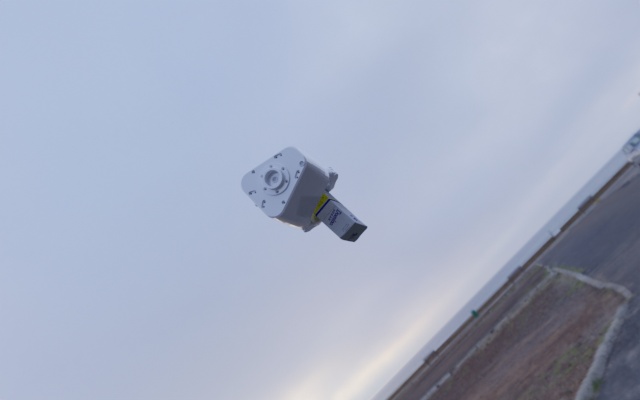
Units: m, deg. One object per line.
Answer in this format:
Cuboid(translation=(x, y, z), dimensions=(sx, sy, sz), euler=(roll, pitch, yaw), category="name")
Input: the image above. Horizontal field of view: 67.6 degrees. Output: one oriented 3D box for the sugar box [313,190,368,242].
Cuboid(translation=(0.000, 0.003, 0.869), dimensions=(0.176, 0.048, 0.093), euler=(45, 8, 20), category="sugar box")
